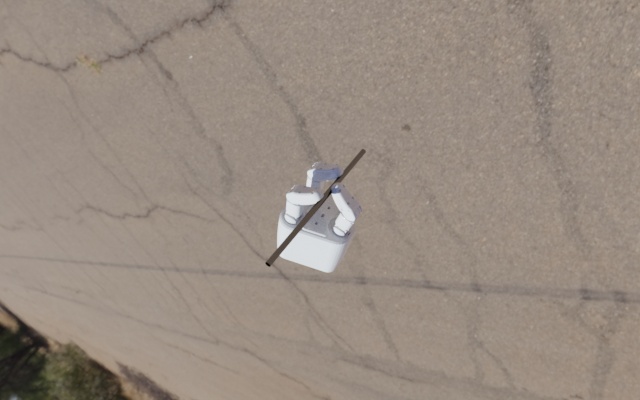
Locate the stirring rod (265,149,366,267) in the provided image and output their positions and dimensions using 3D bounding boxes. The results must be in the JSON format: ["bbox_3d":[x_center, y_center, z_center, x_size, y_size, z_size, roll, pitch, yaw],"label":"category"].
[{"bbox_3d":[0.000,0.002,0.653,0.011,0.011,0.239,0,40,45],"label":"stirring rod"}]
